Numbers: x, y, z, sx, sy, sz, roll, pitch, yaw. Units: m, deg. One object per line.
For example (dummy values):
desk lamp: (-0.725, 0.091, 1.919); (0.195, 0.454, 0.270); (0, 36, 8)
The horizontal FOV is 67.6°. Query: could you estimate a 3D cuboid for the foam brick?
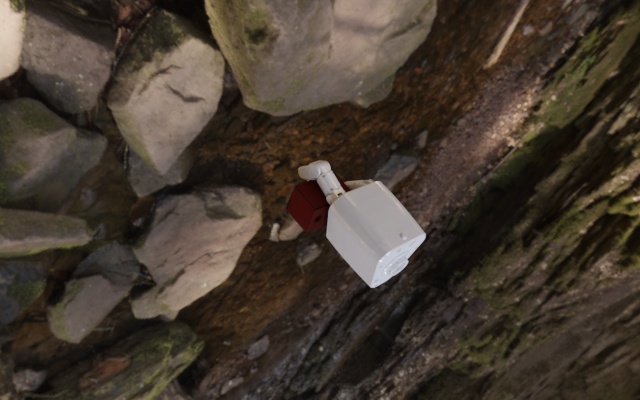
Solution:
foam brick: (0.000, 0.002, 0.696); (0.078, 0.051, 0.053); (-21, -31, -34)
